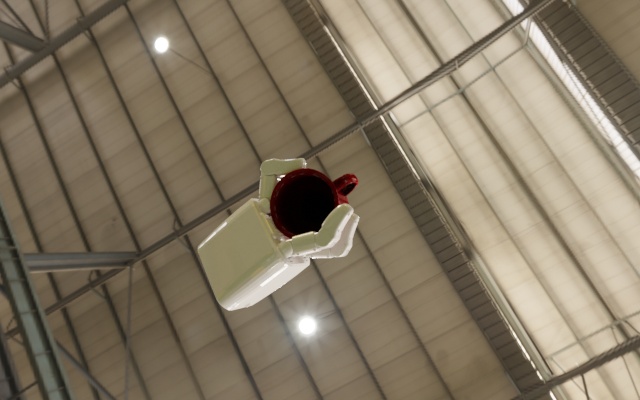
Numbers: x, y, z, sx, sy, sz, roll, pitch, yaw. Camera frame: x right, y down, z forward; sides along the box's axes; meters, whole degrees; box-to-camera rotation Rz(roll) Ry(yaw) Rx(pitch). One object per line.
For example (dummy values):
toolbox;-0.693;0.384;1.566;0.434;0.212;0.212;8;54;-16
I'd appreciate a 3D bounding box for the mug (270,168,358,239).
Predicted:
mug;0.001;0.001;0.637;0.117;0.093;0.081;-38;-15;11
